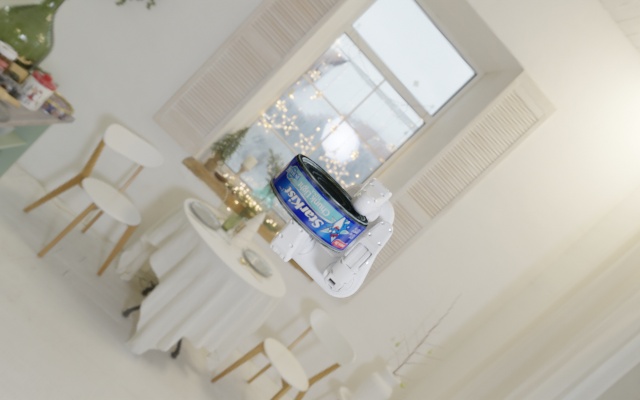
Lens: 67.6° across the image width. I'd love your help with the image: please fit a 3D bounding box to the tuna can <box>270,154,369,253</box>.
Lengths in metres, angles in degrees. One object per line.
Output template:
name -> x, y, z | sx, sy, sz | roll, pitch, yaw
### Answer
tuna can -> 0.000, 0.001, 0.400 | 0.034, 0.086, 0.086 | -45, -10, 11
